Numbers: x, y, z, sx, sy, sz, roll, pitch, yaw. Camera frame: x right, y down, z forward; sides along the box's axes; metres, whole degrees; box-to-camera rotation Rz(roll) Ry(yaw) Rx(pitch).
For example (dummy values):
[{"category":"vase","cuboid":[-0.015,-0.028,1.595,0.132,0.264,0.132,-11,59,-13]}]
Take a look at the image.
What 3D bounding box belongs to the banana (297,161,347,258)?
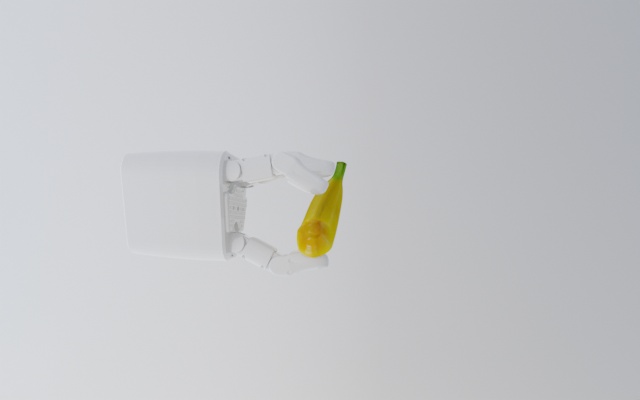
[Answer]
[{"category":"banana","cuboid":[-0.001,0.018,0.491,0.037,0.070,0.197,6,22,5]}]
